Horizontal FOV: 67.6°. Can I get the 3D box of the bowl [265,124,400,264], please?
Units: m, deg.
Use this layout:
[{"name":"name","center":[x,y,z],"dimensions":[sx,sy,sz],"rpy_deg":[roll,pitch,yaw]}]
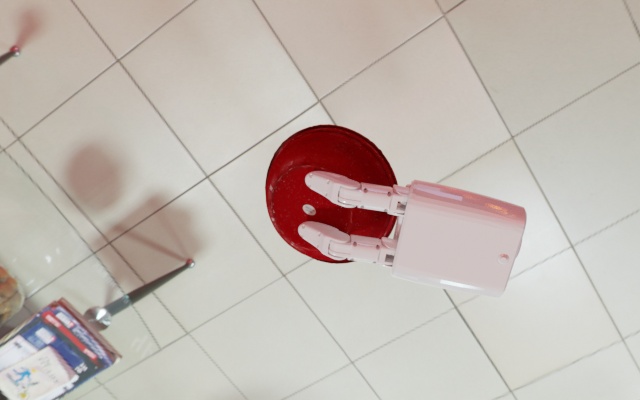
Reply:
[{"name":"bowl","center":[-0.001,0.002,0.515],"dimensions":[0.162,0.162,0.055],"rpy_deg":[0,15,23]}]
